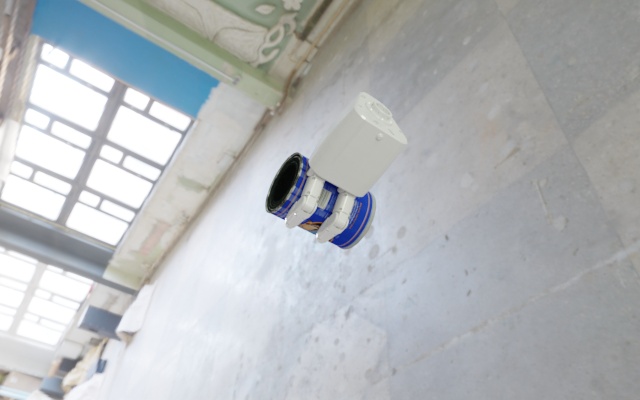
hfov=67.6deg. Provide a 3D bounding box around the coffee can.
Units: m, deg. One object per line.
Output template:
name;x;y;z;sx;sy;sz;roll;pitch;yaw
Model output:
coffee can;0.000;0.003;0.741;0.140;0.103;0.103;27;-12;-23
